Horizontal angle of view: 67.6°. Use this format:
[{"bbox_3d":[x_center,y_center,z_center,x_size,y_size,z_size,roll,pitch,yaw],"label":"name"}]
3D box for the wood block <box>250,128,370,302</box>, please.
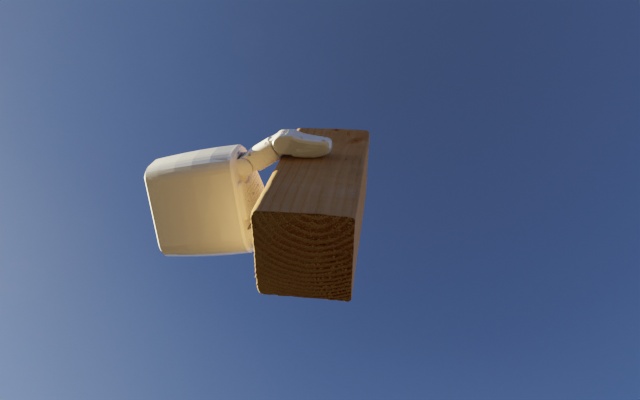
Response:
[{"bbox_3d":[0.000,0.001,0.502,0.090,0.091,0.206,4,29,7],"label":"wood block"}]
